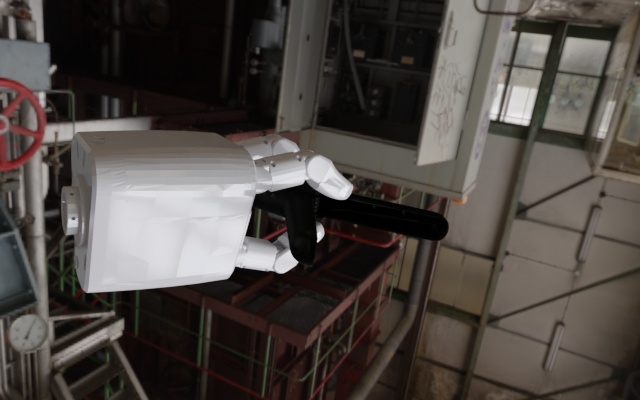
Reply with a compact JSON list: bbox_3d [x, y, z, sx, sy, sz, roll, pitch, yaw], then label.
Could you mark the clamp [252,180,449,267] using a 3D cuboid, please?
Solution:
[{"bbox_3d":[-0.001,0.002,0.440,0.164,0.036,0.210,-1,19,-35],"label":"clamp"}]
